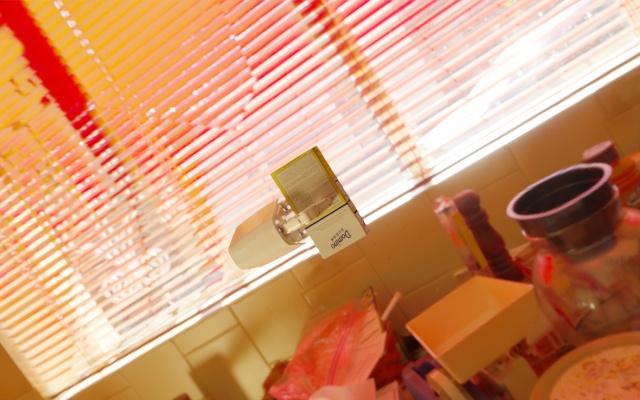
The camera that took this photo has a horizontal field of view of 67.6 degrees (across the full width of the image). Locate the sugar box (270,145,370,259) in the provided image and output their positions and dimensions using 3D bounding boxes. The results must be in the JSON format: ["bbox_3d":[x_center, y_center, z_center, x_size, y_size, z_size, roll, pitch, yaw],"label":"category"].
[{"bbox_3d":[0.000,0.003,0.830,0.093,0.176,0.048,-31,5,16],"label":"sugar box"}]
